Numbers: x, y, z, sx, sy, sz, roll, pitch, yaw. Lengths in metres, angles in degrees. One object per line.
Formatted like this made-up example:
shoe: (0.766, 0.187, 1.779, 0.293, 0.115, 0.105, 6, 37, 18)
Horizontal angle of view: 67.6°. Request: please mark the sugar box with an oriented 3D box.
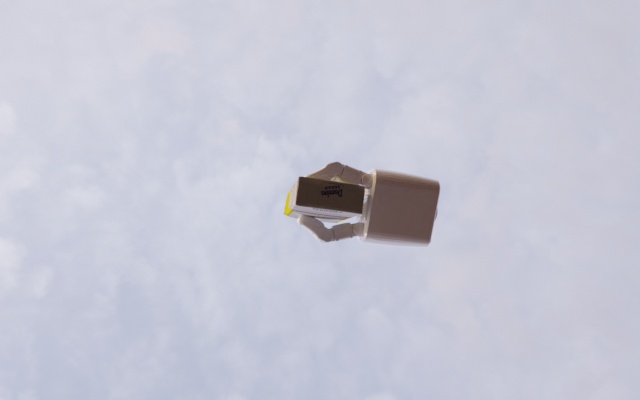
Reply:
sugar box: (0.000, 0.002, 0.707, 0.093, 0.048, 0.176, 8, -10, -9)
